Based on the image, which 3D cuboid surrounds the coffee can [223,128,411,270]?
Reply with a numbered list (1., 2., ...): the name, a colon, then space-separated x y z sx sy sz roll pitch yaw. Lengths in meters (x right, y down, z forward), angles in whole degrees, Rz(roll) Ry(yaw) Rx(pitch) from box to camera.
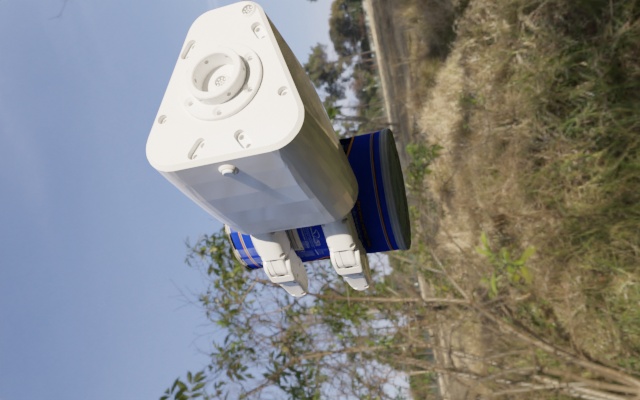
1. coffee can: 0.000 0.001 0.416 0.140 0.103 0.103 -10 -3 15
